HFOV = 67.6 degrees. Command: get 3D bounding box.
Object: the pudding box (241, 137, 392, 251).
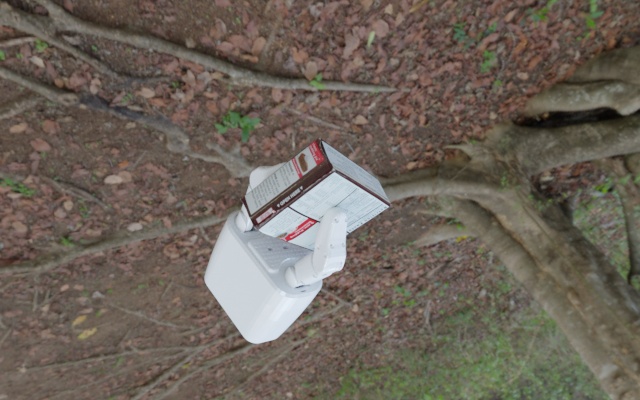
[{"bbox_3d":[0.000,0.002,0.430,0.090,0.039,0.113,-37,-31,17],"label":"pudding box"}]
